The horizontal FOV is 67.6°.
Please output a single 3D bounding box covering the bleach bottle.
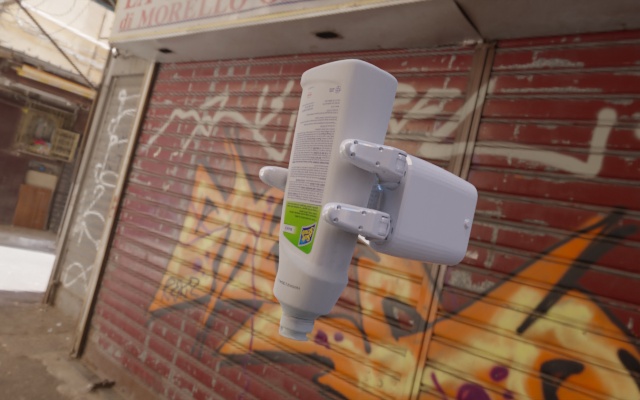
[{"bbox_3d":[0.000,0.001,0.450,0.068,0.251,0.102,16,-5,-32],"label":"bleach bottle"}]
